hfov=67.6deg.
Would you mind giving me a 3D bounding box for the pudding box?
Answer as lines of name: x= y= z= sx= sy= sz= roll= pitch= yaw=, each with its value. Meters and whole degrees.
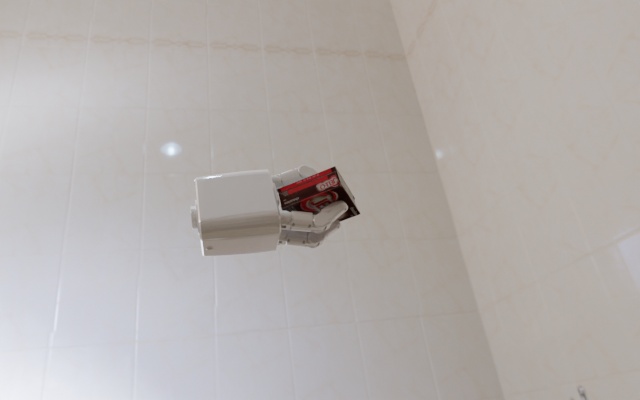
pudding box: x=0.000 y=0.002 z=0.697 sx=0.090 sy=0.039 sz=0.113 roll=-20 pitch=-25 yaw=10
